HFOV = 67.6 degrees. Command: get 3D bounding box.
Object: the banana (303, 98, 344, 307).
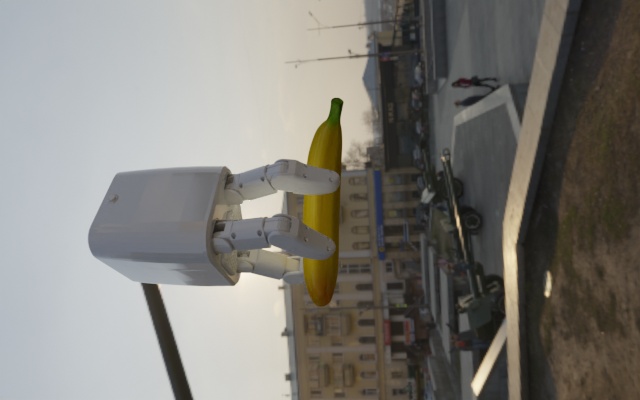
[{"bbox_3d":[0.001,0.004,0.459,0.037,0.197,0.070,2,-17,3],"label":"banana"}]
